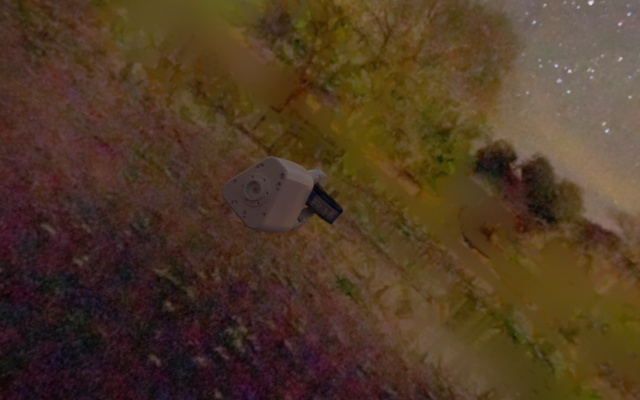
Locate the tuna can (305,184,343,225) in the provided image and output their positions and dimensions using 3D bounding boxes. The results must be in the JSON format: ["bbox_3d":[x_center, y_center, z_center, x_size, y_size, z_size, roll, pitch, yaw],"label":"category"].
[{"bbox_3d":[0.001,0.002,0.868,0.086,0.034,0.086,41,6,-6],"label":"tuna can"}]
